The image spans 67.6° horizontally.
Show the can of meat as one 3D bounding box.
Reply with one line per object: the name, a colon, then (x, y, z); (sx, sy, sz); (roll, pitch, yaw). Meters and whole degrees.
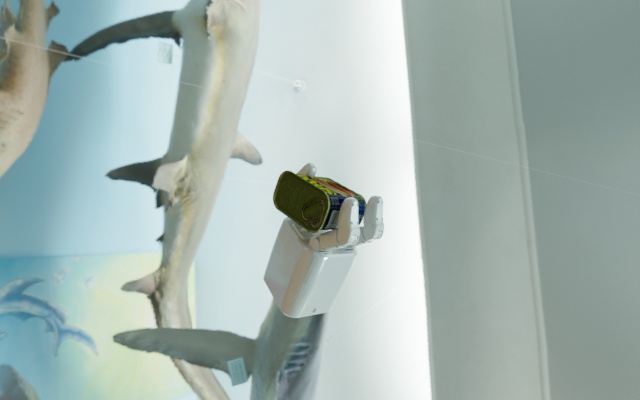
can of meat: (0.000, 0.002, 0.654); (0.084, 0.057, 0.102); (4, 21, -47)
